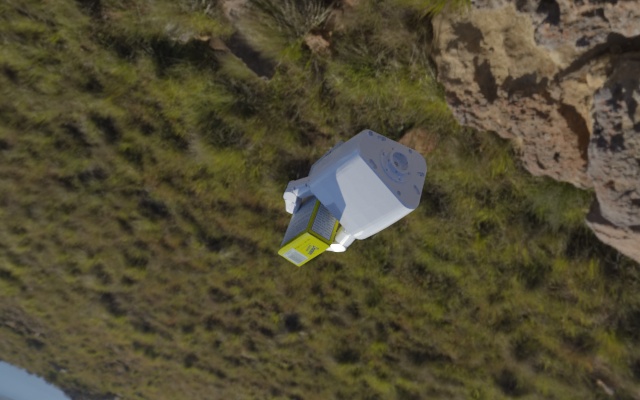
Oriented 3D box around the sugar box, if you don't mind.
[{"bbox_3d":[0.001,0.003,0.705,0.048,0.176,0.093,34,-37,-15],"label":"sugar box"}]
